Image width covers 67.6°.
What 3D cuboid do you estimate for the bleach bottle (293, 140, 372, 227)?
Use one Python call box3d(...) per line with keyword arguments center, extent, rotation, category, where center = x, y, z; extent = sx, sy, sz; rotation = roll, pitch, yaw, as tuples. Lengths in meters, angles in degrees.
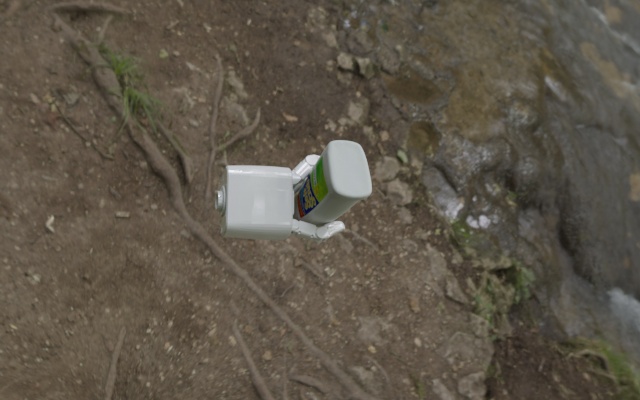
box3d(center=(0.000, 0.003, 0.813), extent=(0.068, 0.102, 0.251), rotation=(2, -26, -22), category="bleach bottle")
